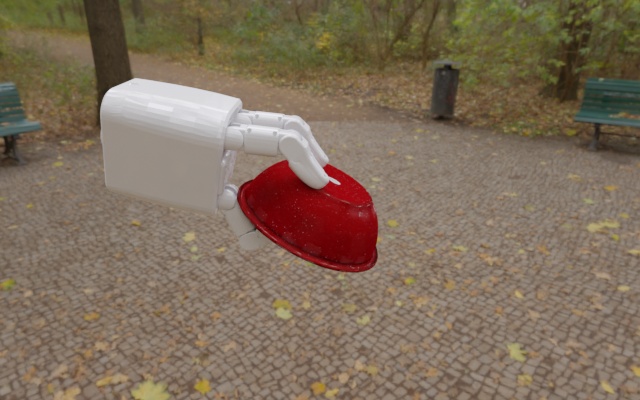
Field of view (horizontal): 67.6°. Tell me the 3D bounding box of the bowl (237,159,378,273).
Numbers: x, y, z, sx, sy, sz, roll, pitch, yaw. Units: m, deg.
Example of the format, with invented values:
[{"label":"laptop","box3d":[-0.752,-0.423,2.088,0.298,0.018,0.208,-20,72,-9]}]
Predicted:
[{"label":"bowl","box3d":[0.001,0.002,0.488,0.162,0.055,0.162,25,21,-10]}]
